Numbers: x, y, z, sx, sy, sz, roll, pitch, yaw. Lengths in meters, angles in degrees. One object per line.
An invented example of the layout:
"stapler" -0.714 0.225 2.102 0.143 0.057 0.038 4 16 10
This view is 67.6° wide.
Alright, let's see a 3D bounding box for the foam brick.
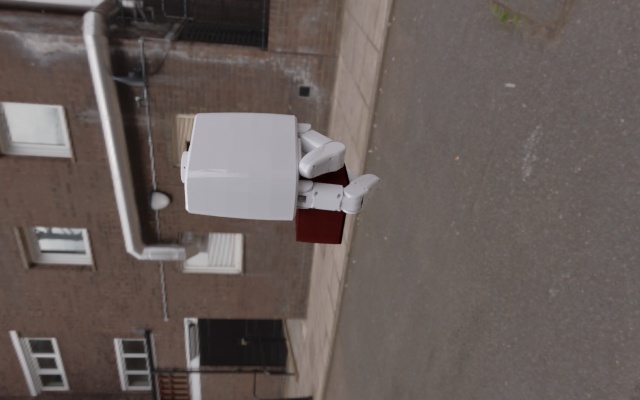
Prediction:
"foam brick" 0.000 0.002 0.522 0.051 0.078 0.053 2 35 -7
